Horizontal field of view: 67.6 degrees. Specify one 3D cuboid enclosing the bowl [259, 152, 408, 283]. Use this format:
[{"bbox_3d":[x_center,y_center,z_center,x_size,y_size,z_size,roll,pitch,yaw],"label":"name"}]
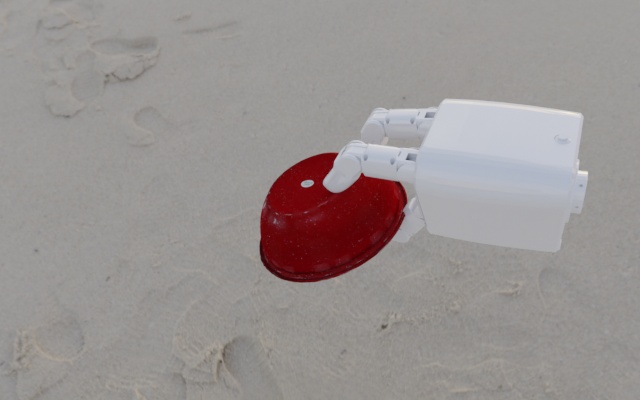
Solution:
[{"bbox_3d":[-0.001,0.001,0.472,0.162,0.055,0.162,-19,35,14],"label":"bowl"}]
